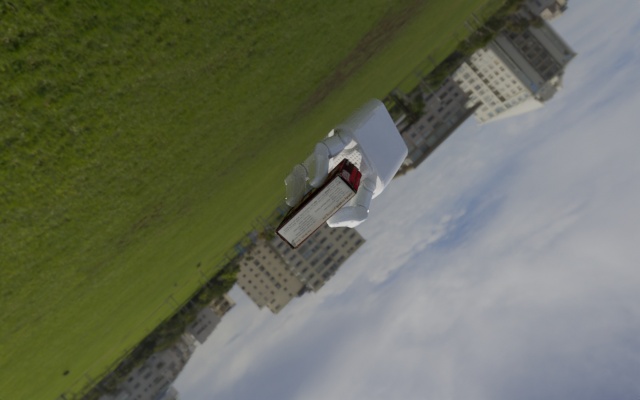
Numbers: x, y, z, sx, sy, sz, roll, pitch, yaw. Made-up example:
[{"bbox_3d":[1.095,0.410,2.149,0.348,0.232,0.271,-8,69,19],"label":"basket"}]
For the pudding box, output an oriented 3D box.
[{"bbox_3d":[0.000,0.002,0.609,0.113,0.039,0.090,-45,5,18],"label":"pudding box"}]
